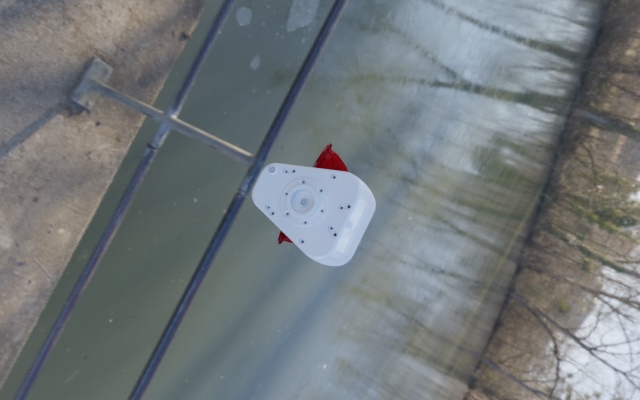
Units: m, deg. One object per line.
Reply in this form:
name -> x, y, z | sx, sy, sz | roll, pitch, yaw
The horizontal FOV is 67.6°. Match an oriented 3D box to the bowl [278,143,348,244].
bowl -> 0.001, 0.002, 0.683 | 0.055, 0.162, 0.162 | 28, 1, 2
